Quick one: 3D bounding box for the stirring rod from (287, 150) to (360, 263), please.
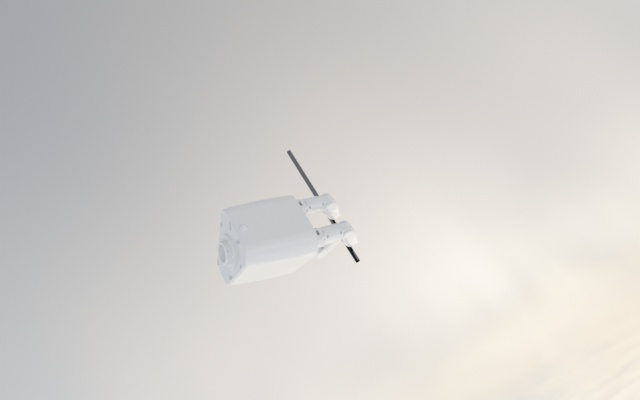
[{"bbox_3d":[0.000,0.002,0.763,0.011,0.239,0.011,-23,-32,-15],"label":"stirring rod"}]
